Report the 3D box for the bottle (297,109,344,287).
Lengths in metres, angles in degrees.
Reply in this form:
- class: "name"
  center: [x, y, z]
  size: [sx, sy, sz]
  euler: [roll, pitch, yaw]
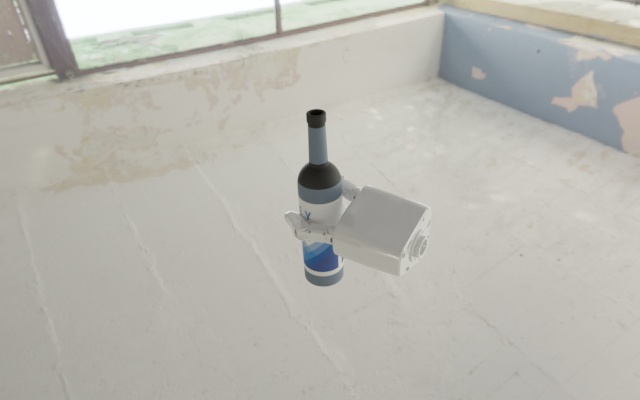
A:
- class: "bottle"
  center: [0.000, 0.003, 0.730]
  size: [0.069, 0.296, 0.069]
  euler: [-2, 34, 1]
